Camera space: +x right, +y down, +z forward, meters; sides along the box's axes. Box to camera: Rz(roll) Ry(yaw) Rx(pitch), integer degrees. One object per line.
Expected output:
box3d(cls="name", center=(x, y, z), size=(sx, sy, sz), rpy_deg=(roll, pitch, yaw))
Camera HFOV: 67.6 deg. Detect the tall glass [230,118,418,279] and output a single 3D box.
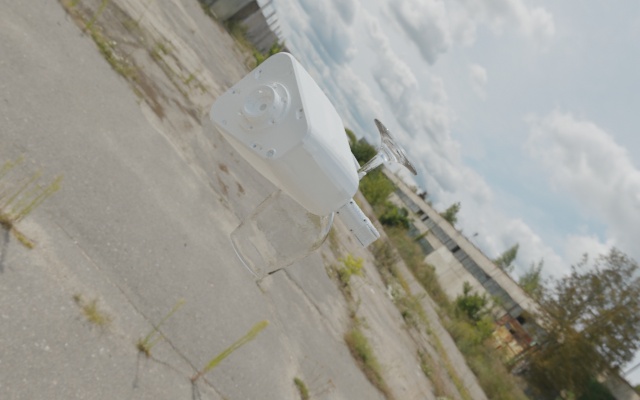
box3d(cls="tall glass", center=(0.001, 0.001, 0.513), size=(0.201, 0.079, 0.079), rpy_deg=(-37, -4, 6))
